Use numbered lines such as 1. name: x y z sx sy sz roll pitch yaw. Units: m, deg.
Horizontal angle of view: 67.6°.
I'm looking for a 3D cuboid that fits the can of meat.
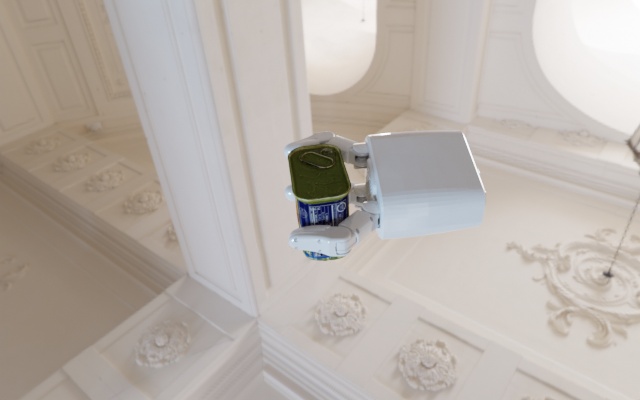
1. can of meat: 0.000 0.002 0.507 0.057 0.084 0.102 -8 36 -4
